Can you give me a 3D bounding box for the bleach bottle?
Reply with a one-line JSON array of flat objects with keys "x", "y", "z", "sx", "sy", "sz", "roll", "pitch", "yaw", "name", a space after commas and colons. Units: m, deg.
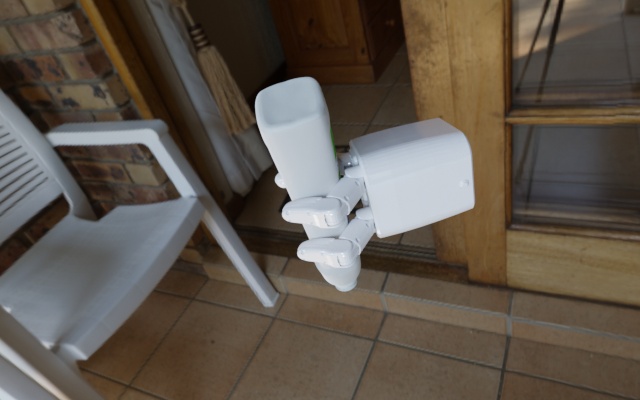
[{"x": 0.000, "y": 0.002, "z": 0.524, "sx": 0.068, "sy": 0.251, "sz": 0.102, "roll": -16, "pitch": 37, "yaw": 2, "name": "bleach bottle"}]
